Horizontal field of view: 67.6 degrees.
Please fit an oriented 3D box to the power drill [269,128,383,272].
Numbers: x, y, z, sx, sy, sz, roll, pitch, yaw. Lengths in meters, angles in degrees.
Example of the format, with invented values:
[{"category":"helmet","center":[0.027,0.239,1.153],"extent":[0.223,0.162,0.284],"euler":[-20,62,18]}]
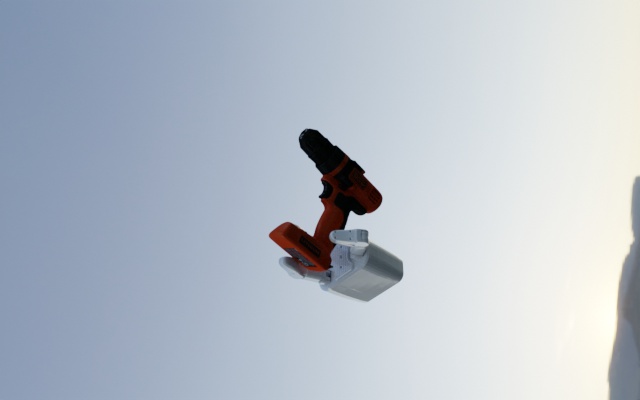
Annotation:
[{"category":"power drill","center":[0.000,0.003,0.758],"extent":[0.184,0.187,0.057],"euler":[43,-24,-20]}]
